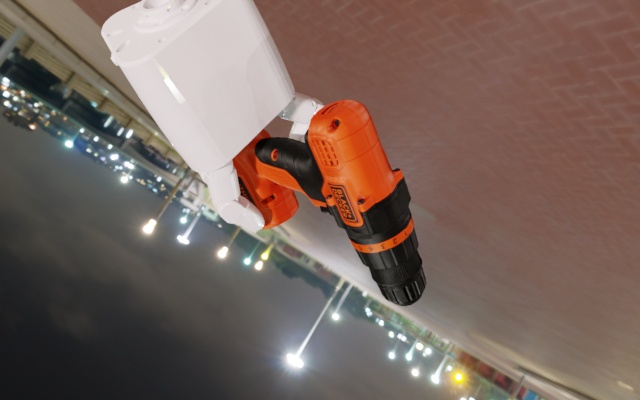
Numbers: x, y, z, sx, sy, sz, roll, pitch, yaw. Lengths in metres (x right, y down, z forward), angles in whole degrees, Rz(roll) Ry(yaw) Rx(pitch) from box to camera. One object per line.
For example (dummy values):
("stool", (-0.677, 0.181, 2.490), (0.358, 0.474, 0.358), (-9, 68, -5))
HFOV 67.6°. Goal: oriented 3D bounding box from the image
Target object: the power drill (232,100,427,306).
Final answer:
("power drill", (0.000, 0.001, 0.423), (0.057, 0.184, 0.187), (-39, 30, -31))
